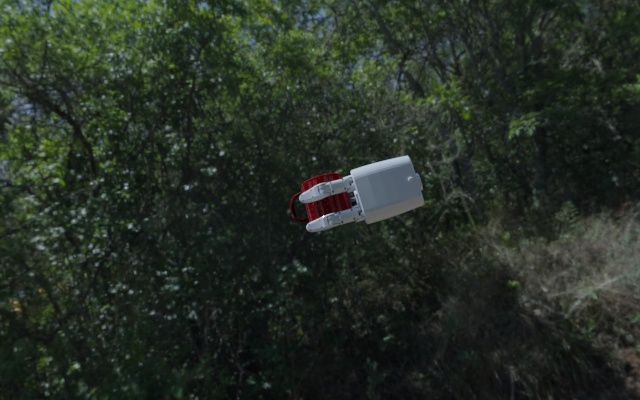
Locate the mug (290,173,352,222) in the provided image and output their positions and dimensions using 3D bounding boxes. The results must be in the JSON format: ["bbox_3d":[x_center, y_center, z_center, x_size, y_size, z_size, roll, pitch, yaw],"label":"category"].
[{"bbox_3d":[-0.001,0.003,0.887,0.117,0.081,0.093,-16,-12,3],"label":"mug"}]
